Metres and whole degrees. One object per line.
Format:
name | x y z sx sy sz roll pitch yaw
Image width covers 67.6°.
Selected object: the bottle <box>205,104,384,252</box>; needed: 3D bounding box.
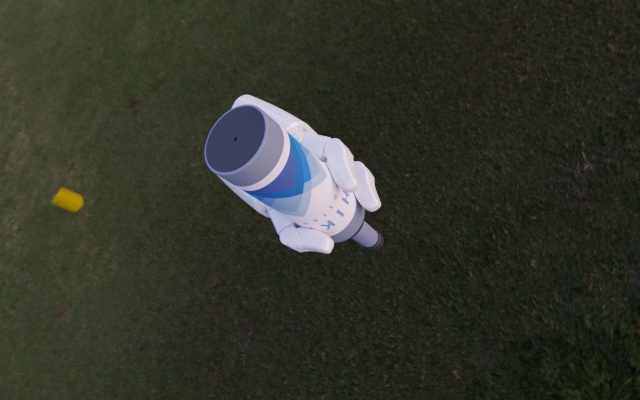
bottle | 0.000 0.002 0.513 0.069 0.069 0.296 0 -21 31
